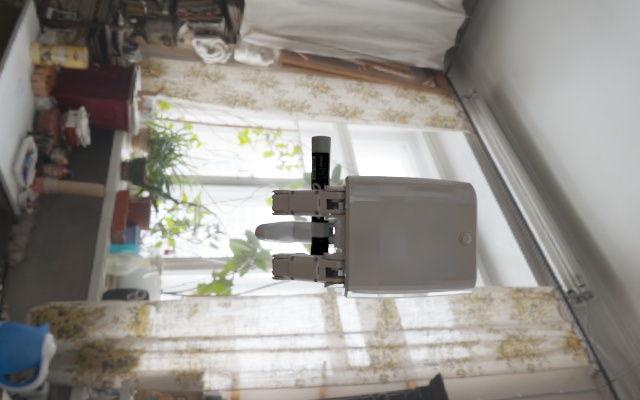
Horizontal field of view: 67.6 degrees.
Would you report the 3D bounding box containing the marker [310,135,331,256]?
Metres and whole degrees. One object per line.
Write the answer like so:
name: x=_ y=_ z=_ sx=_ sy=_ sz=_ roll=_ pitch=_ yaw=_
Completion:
marker: x=0.000 y=0.001 z=0.441 sx=0.020 sy=0.121 sz=0.020 roll=1 pitch=-1 yaw=0
